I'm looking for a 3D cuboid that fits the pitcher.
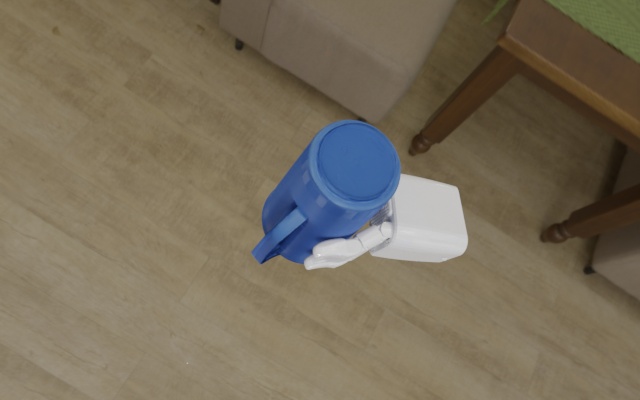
[{"bbox_3d":[0.000,0.002,0.616,0.145,0.149,0.243,9,-20,-13],"label":"pitcher"}]
